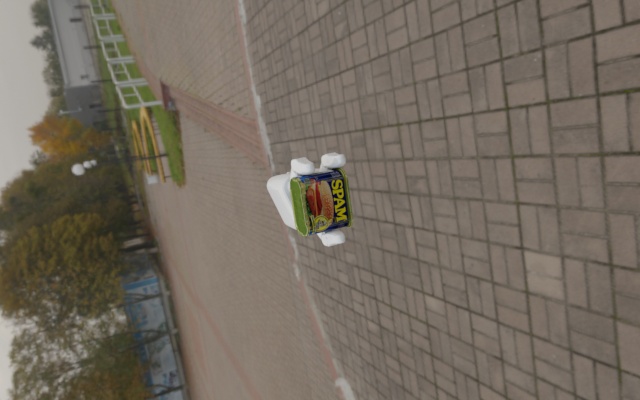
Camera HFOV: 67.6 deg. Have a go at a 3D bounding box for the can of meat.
[{"bbox_3d":[0.000,0.003,0.785,0.084,0.102,0.057,-13,11,-23],"label":"can of meat"}]
